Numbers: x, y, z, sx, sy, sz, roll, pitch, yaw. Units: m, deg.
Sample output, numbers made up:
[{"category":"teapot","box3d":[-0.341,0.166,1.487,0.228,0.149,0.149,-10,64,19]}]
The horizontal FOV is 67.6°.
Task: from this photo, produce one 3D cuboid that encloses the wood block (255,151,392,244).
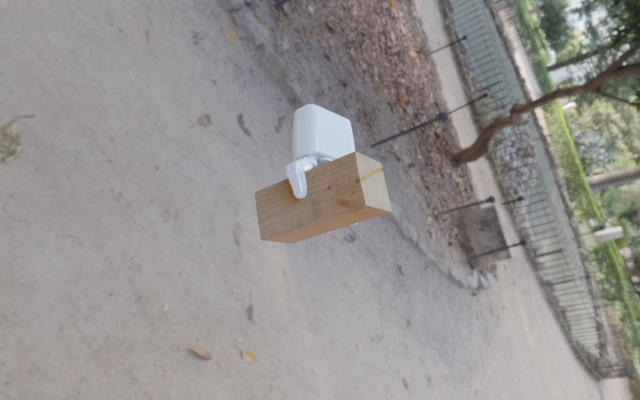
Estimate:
[{"category":"wood block","box3d":[0.000,0.002,0.799,0.206,0.090,0.091,-20,-20,30]}]
